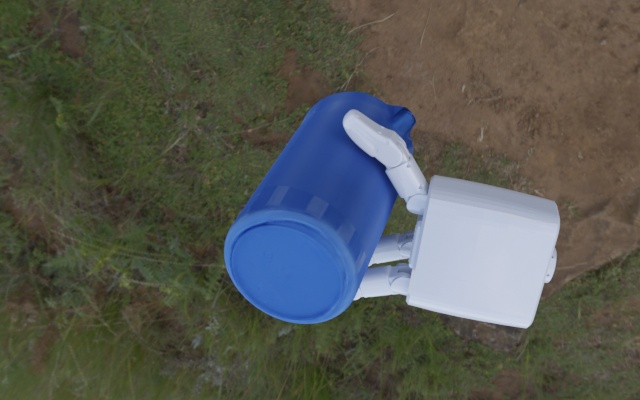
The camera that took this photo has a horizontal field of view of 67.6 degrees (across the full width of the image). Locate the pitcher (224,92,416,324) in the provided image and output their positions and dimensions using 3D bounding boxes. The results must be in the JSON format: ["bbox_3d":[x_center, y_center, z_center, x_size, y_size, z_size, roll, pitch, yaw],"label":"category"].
[{"bbox_3d":[0.000,0.001,0.457,0.145,0.149,0.242,13,33,11],"label":"pitcher"}]
